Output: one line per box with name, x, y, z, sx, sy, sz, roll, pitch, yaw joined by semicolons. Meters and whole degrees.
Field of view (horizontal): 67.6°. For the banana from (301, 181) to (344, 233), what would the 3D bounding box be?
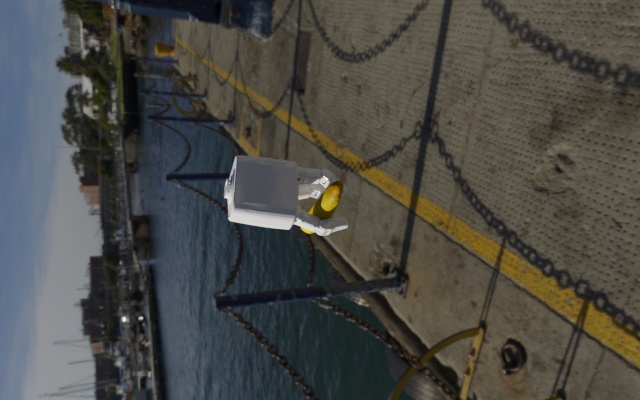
banana;-0.004;0.021;0.862;0.037;0.069;0.198;16;-18;-11
